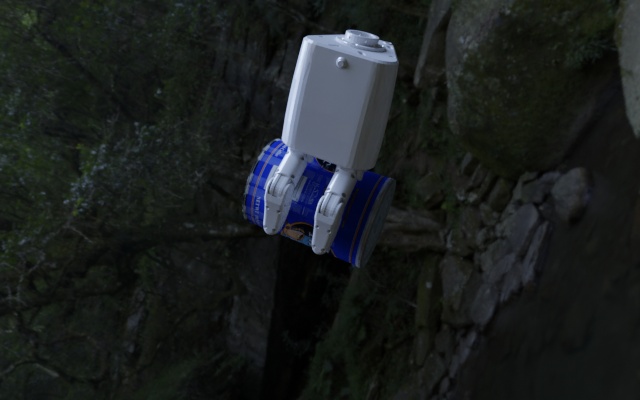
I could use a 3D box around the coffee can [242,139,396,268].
[{"bbox_3d":[0.000,0.002,0.531,0.140,0.103,0.103,21,5,14],"label":"coffee can"}]
